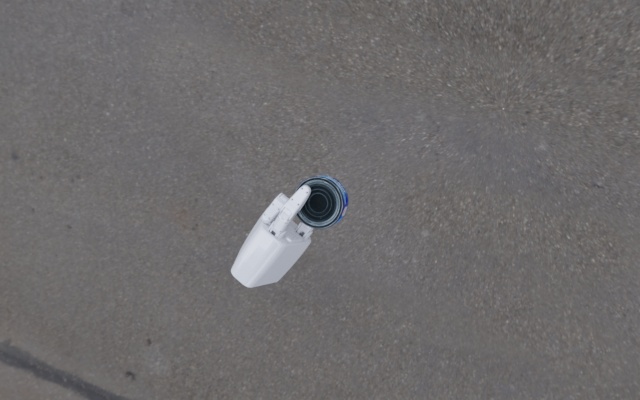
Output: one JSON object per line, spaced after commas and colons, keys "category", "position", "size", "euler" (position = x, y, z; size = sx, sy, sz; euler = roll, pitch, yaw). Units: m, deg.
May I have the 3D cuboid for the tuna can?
{"category": "tuna can", "position": [0.000, 0.003, 0.765], "size": [0.086, 0.086, 0.034], "euler": [0, 6, 17]}
